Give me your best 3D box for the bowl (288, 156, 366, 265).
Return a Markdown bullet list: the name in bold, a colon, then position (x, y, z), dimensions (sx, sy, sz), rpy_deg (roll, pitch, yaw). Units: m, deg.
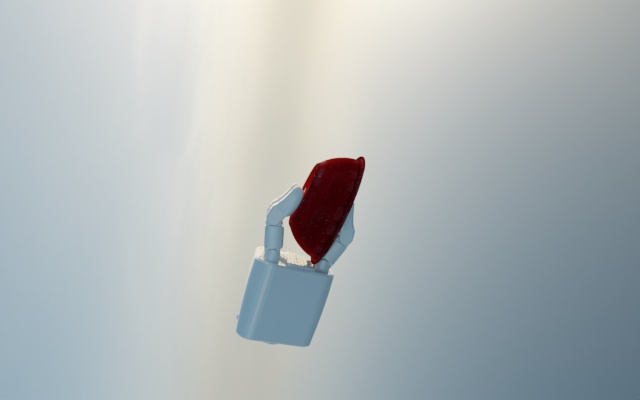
- **bowl**: position (0.000, 0.001, 0.647), dimensions (0.055, 0.162, 0.162), rpy_deg (26, -4, -7)
